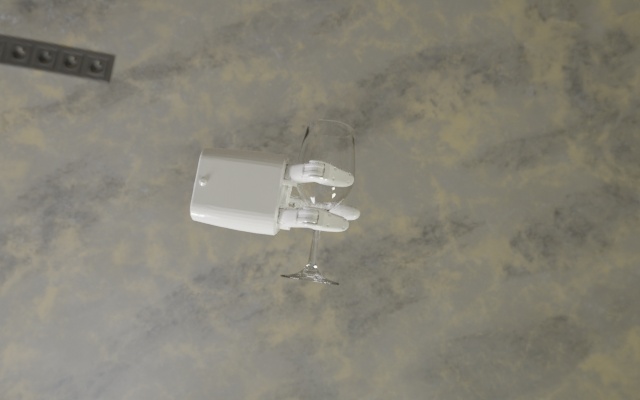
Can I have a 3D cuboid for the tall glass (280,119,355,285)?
[{"bbox_3d":[0.000,0.003,0.606,0.079,0.201,0.079,8,-10,1],"label":"tall glass"}]
